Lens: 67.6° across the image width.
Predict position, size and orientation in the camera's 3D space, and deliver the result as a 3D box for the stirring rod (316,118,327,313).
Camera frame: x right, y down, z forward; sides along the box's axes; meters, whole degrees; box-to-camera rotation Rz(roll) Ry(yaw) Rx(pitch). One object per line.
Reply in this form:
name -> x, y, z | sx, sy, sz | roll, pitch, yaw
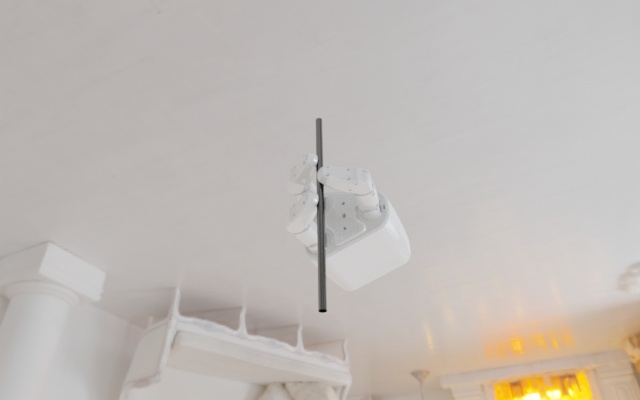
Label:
stirring rod -> 0.000, 0.002, 0.497 | 0.011, 0.239, 0.011 | -1, -36, -1
